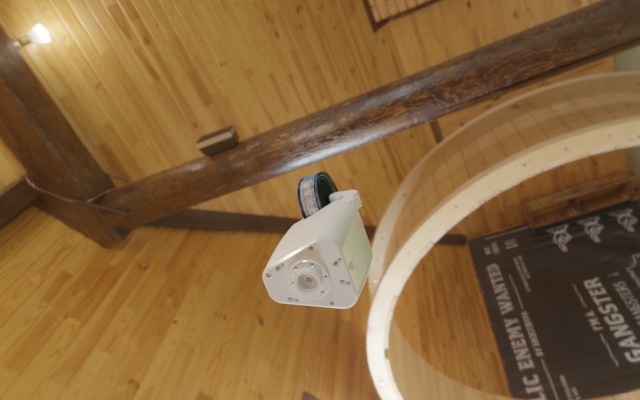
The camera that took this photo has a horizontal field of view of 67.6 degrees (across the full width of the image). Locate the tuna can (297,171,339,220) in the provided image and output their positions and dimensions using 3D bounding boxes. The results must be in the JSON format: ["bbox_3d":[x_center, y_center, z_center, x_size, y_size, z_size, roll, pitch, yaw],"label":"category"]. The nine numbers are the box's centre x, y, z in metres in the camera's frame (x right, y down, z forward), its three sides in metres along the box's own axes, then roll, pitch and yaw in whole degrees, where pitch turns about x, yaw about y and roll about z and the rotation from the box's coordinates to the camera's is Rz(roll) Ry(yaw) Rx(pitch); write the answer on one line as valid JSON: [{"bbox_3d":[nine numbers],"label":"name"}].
[{"bbox_3d":[0.000,0.002,0.703,0.034,0.086,0.086,-17,-7,22],"label":"tuna can"}]
